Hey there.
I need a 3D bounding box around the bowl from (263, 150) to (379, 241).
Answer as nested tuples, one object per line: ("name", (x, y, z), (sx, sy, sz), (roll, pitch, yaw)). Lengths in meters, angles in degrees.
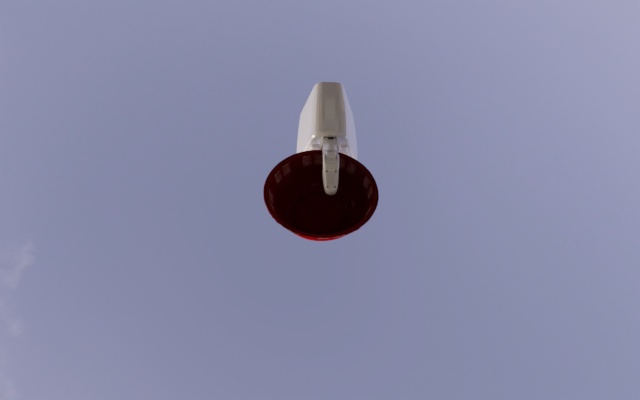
("bowl", (0.000, 0.004, 0.687), (0.162, 0.162, 0.055), (0, -39, -3))
